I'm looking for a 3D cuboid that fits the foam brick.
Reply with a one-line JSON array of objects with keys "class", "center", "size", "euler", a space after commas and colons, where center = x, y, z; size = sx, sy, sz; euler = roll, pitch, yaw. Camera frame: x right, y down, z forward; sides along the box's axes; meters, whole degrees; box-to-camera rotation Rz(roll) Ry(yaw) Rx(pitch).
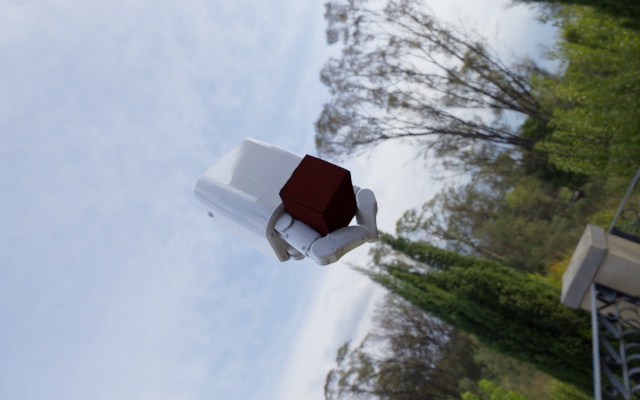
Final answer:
[{"class": "foam brick", "center": [0.000, 0.001, 0.475], "size": [0.051, 0.053, 0.078], "euler": [25, -23, 23]}]
